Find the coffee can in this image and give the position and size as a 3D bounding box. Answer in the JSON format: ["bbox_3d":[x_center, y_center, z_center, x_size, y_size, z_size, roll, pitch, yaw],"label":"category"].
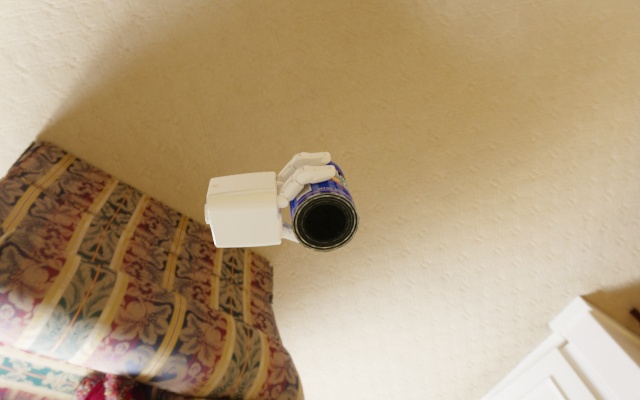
[{"bbox_3d":[0.000,0.003,0.771,0.103,0.103,0.140,0,27,-7],"label":"coffee can"}]
